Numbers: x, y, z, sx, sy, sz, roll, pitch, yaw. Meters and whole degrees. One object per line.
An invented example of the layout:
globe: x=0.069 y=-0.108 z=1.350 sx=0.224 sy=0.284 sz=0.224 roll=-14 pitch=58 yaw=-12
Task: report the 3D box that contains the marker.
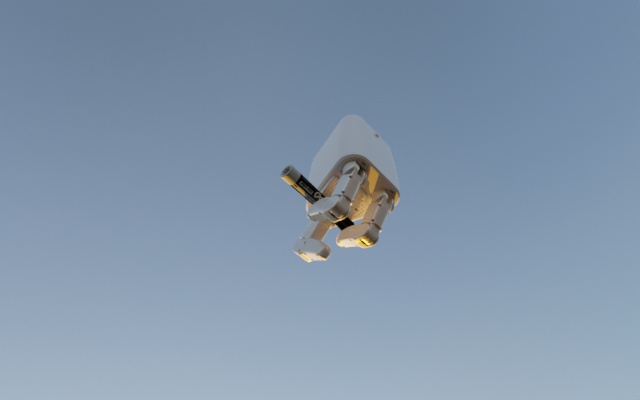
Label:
marker: x=0.000 y=0.002 z=0.574 sx=0.121 sy=0.020 sz=0.020 roll=42 pitch=-23 yaw=-27
